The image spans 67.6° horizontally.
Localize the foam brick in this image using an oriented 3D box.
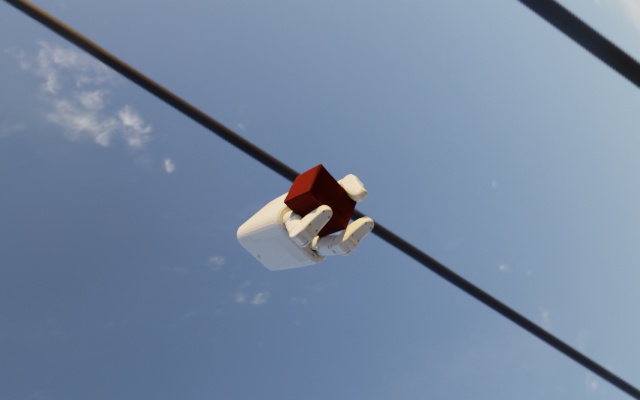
[{"bbox_3d":[0.000,0.002,0.633,0.051,0.053,0.078,-21,-58,42],"label":"foam brick"}]
